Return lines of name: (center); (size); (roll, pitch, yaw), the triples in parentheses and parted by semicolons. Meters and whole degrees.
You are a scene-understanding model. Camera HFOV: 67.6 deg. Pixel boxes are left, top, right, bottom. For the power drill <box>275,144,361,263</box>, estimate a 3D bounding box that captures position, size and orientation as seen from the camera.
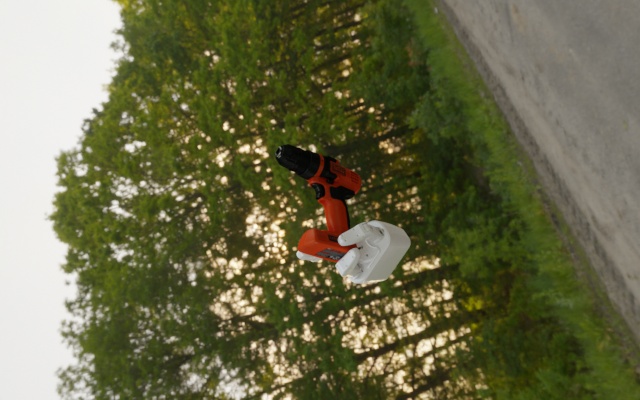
power drill: (0.000, 0.003, 0.828); (0.184, 0.187, 0.057); (20, -34, -33)
